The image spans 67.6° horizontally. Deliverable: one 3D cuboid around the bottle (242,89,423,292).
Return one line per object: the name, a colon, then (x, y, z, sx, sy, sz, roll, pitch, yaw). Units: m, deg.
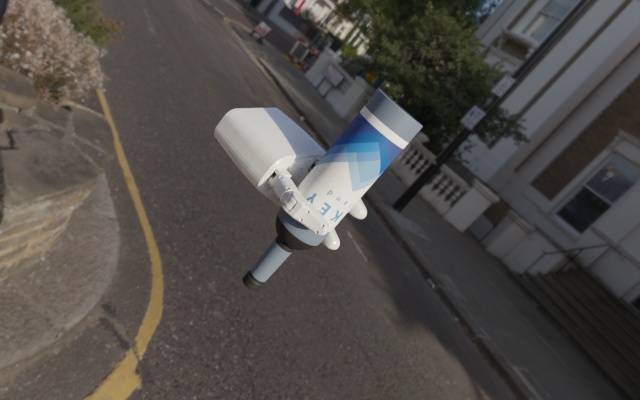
bottle: (0.000, 0.002, 0.585, 0.069, 0.296, 0.069, 37, 16, -13)
